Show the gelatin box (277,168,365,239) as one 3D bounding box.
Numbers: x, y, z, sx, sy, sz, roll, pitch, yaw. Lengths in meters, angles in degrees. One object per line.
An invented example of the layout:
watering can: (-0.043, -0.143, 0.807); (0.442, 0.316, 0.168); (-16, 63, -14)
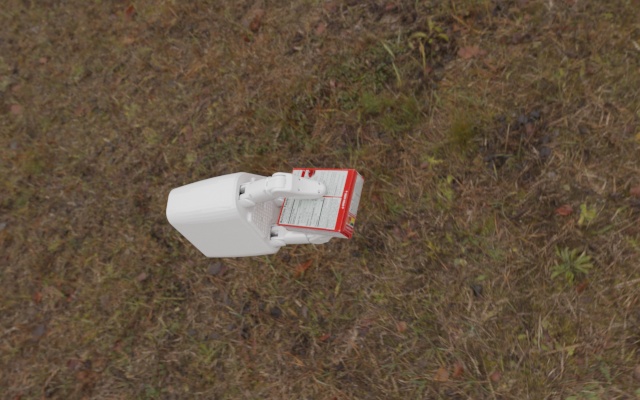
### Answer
gelatin box: (0.000, 0.002, 0.547); (0.089, 0.073, 0.030); (3, -19, 34)
